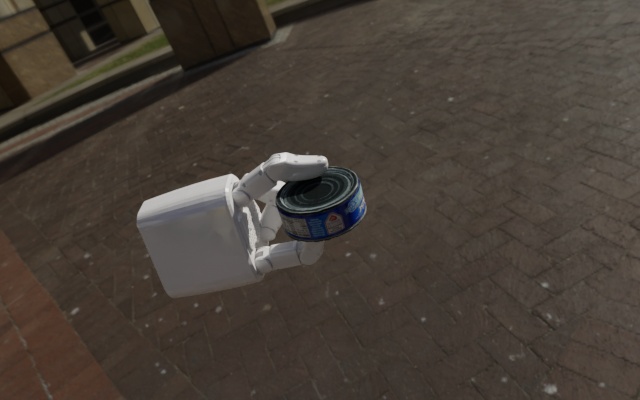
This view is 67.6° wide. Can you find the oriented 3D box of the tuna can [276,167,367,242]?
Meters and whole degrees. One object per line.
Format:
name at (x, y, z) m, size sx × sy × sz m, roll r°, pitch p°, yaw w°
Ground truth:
tuna can at (0.000, 0.001, 0.468) m, size 0.086 × 0.034 × 0.086 m, roll -12°, pitch 31°, yaw 7°
